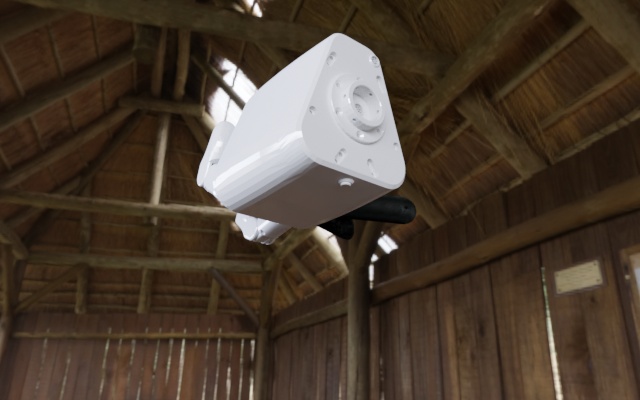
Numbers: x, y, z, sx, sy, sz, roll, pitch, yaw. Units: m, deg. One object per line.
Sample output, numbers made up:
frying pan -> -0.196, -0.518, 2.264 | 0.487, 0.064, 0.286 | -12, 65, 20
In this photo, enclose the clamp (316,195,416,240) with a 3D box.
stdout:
clamp -> 0.000, 0.001, 0.445 | 0.171, 0.039, 0.120 | 17, -26, -34
